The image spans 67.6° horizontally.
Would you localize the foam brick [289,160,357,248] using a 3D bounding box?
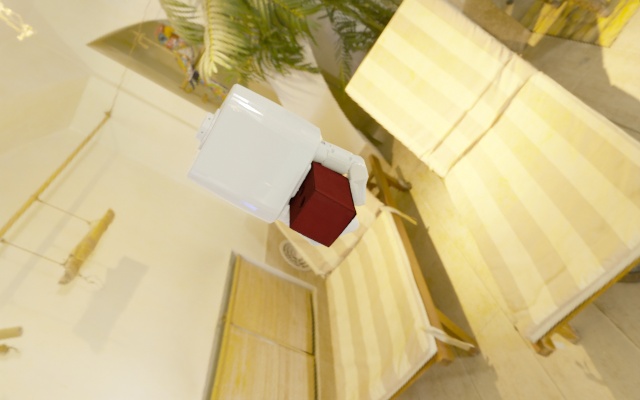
[{"bbox_3d":[0.000,0.002,0.513,0.051,0.053,0.078,28,24,-19],"label":"foam brick"}]
